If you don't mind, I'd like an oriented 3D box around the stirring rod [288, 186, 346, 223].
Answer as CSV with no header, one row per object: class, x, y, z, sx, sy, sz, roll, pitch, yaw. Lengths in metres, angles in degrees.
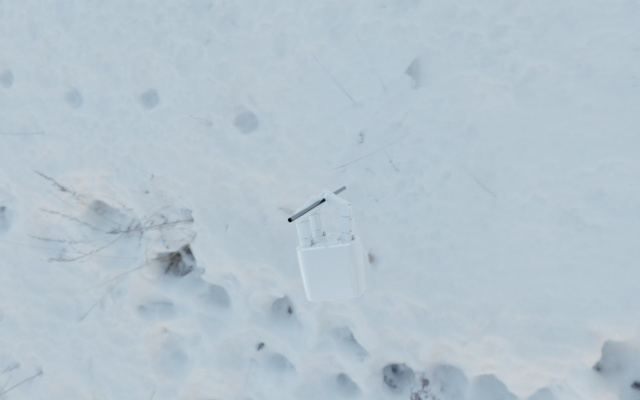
stirring rod,0.000,0.003,0.852,0.011,0.011,0.239,0,13,24
